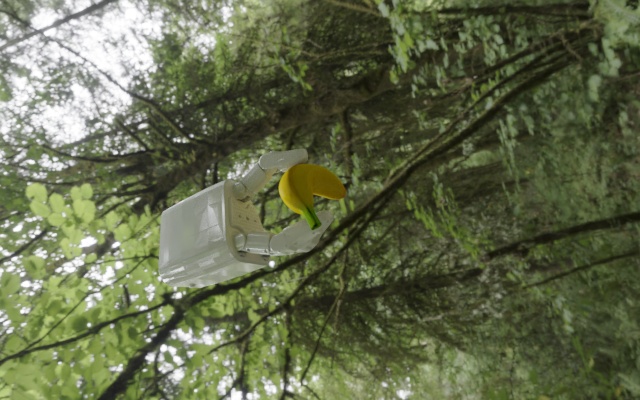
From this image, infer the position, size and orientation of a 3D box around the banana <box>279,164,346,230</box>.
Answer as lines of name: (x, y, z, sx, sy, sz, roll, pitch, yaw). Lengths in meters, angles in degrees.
banana: (-0.010, -0.014, 0.568, 0.037, 0.069, 0.197, -30, 4, 17)
